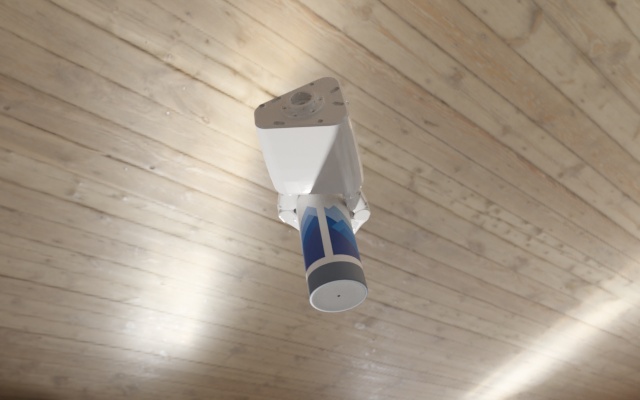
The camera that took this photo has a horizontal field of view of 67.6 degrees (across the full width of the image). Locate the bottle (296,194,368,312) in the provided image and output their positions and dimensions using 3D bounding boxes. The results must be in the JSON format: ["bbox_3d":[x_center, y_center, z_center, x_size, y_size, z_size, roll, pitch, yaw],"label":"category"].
[{"bbox_3d":[0.000,0.002,0.633,0.069,0.295,0.069,-6,-43,-6],"label":"bottle"}]
